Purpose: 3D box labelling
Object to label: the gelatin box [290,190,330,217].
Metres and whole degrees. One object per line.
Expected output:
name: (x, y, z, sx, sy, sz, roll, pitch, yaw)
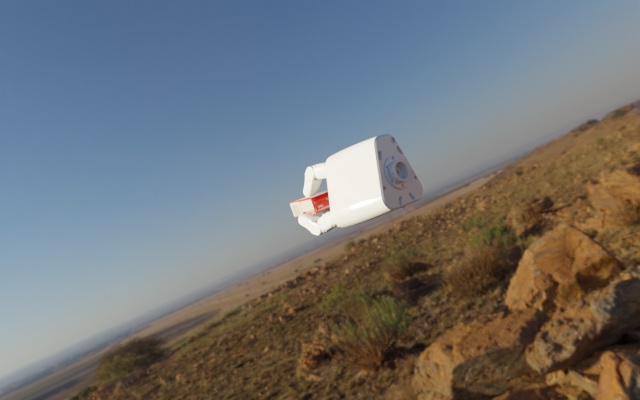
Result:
gelatin box: (0.000, 0.002, 0.813, 0.073, 0.030, 0.089, -20, 3, -28)
